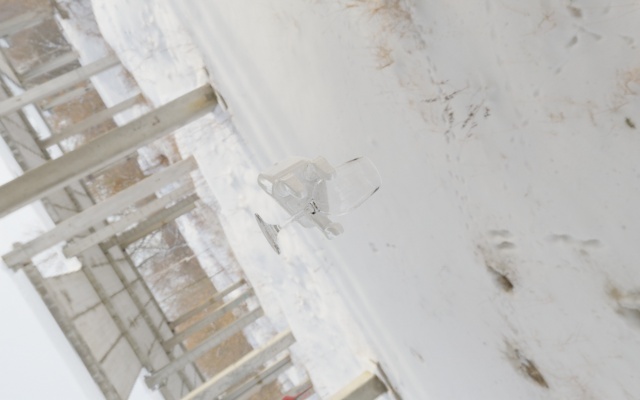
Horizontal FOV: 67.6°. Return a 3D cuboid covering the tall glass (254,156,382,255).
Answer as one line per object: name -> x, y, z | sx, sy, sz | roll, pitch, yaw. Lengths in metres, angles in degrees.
tall glass -> 0.000, 0.003, 0.758 | 0.201, 0.079, 0.079 | -31, 9, -15
